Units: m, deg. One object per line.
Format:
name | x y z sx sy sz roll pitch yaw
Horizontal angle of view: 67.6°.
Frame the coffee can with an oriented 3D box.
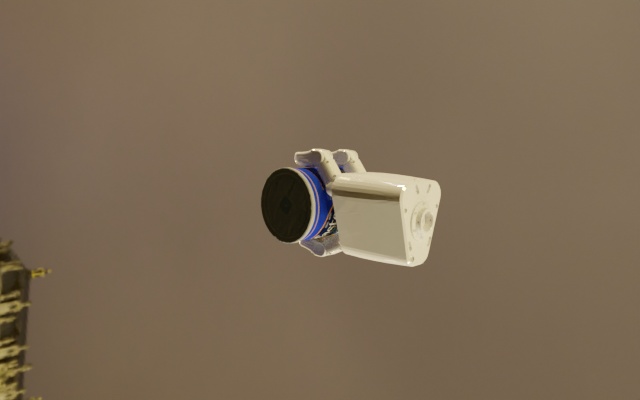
coffee can | 0.000 0.002 0.690 0.103 0.103 0.140 0 4 43
